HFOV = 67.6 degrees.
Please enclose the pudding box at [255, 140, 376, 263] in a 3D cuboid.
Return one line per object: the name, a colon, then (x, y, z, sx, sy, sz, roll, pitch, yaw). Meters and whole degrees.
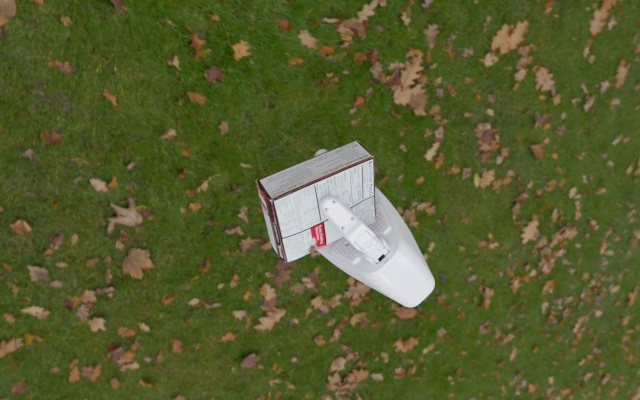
pudding box: (0.000, 0.002, 0.473, 0.113, 0.090, 0.039, -25, 44, -18)
